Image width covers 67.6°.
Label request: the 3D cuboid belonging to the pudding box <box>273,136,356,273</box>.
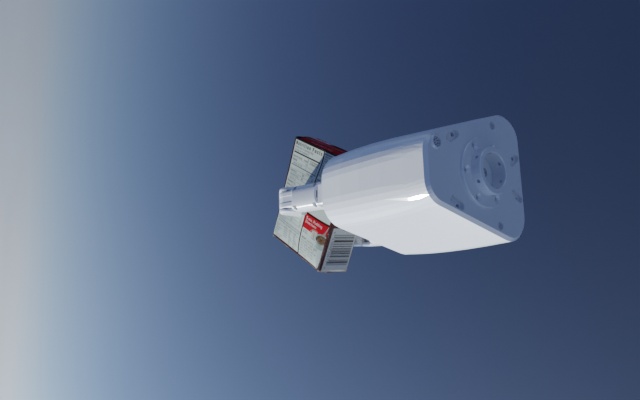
[{"bbox_3d":[0.000,0.002,0.470,0.039,0.113,0.090,5,18,-38],"label":"pudding box"}]
